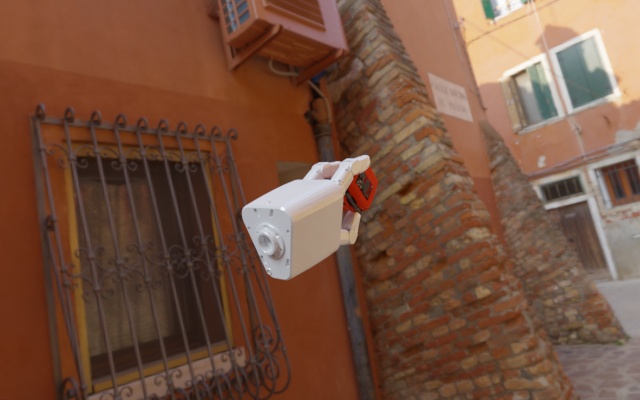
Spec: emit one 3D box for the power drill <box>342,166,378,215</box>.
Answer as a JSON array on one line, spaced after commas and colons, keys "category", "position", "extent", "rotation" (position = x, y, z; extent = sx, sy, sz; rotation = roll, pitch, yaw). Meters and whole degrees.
[{"category": "power drill", "position": [0.000, 0.002, 0.786], "extent": [0.188, 0.057, 0.184], "rotation": [-28, 18, 27]}]
